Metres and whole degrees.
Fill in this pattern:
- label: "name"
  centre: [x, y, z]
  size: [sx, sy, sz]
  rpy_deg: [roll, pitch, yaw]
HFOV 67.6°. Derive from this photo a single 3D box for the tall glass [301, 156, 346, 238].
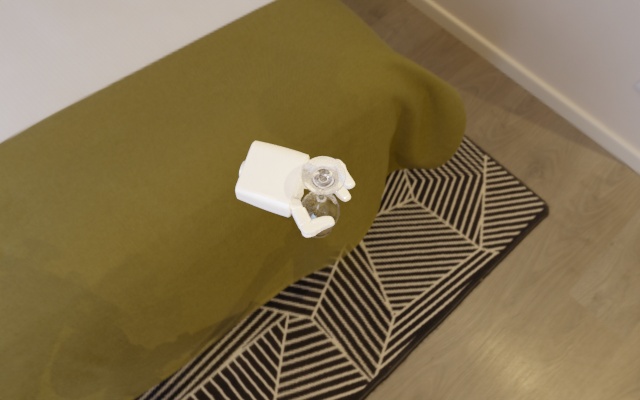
- label: "tall glass"
  centre: [0.000, 0.003, 0.877]
  size: [0.079, 0.079, 0.201]
  rpy_deg: [0, -27, -3]
